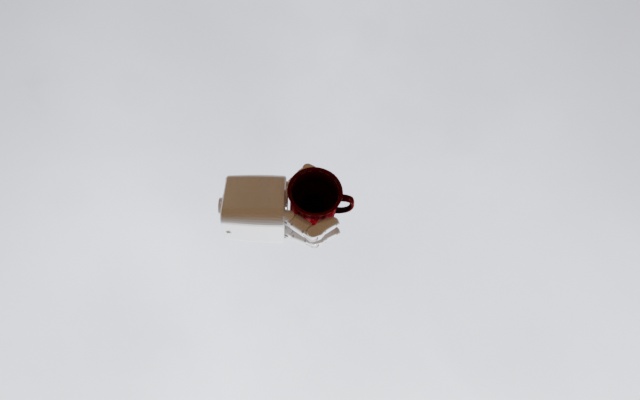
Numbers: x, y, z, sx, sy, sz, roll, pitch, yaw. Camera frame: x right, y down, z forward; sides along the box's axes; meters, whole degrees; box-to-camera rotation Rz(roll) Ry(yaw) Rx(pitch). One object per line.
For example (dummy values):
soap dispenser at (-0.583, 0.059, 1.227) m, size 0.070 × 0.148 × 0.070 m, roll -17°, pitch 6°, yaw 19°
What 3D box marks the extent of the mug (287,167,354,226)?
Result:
mug at (0.002, 0.003, 0.828) m, size 0.117 × 0.093 × 0.081 m, roll 3°, pitch -27°, yaw -4°
